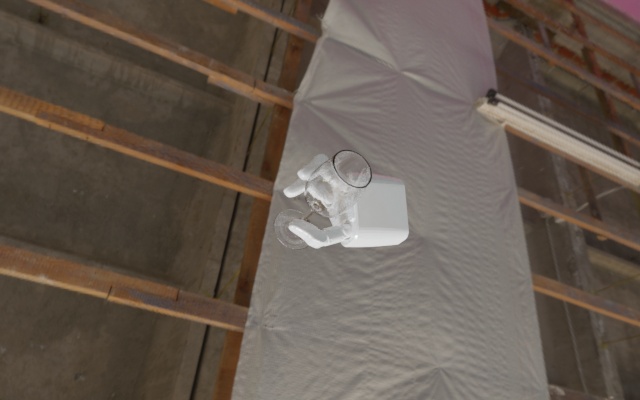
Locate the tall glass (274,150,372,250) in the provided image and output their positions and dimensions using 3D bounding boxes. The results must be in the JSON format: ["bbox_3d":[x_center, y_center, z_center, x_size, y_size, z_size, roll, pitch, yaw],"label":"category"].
[{"bbox_3d":[0.000,0.003,0.728,0.079,0.079,0.201,0,-28,-30],"label":"tall glass"}]
